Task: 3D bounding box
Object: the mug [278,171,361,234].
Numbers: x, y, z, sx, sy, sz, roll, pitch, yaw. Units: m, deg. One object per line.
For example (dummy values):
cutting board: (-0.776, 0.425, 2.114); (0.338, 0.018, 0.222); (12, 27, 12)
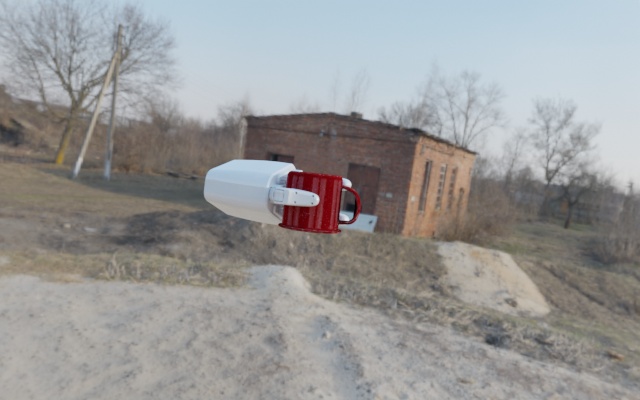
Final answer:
mug: (0.002, 0.002, 0.690); (0.117, 0.081, 0.093); (7, 3, 15)
